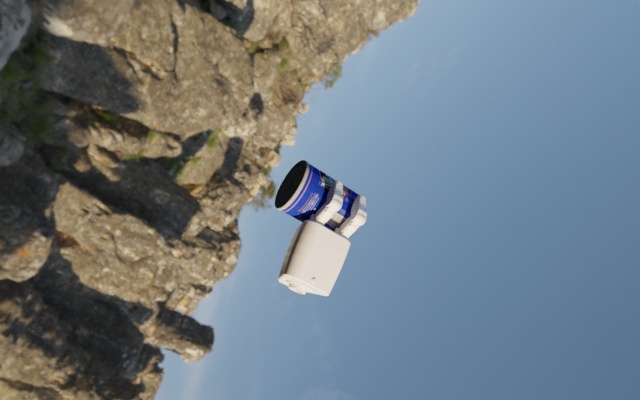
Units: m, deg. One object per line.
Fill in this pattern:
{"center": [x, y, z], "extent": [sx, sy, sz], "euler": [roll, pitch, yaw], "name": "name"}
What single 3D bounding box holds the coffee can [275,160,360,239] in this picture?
{"center": [0.000, 0.003, 0.896], "extent": [0.140, 0.103, 0.103], "euler": [31, -12, -22], "name": "coffee can"}
